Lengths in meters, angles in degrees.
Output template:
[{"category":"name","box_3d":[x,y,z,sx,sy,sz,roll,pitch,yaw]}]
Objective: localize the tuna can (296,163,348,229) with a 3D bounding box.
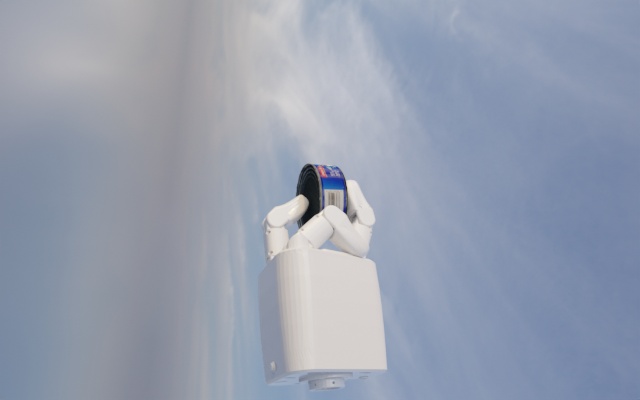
[{"category":"tuna can","box_3d":[0.001,0.002,0.537,0.034,0.086,0.086,1,-1,-20]}]
